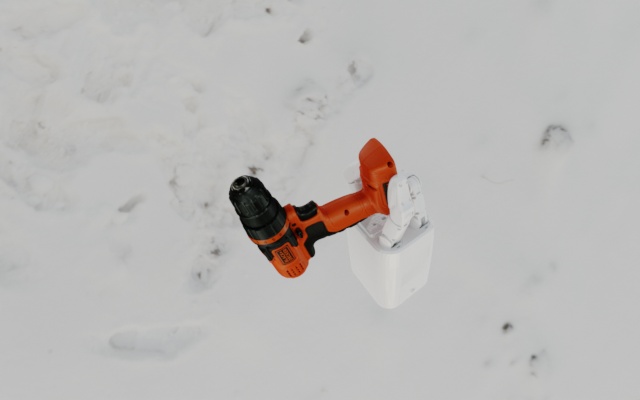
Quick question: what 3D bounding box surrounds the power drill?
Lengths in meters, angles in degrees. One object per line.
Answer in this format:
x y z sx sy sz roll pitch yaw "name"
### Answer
0.001 0.002 0.567 0.187 0.057 0.185 -27 -38 -3 "power drill"
